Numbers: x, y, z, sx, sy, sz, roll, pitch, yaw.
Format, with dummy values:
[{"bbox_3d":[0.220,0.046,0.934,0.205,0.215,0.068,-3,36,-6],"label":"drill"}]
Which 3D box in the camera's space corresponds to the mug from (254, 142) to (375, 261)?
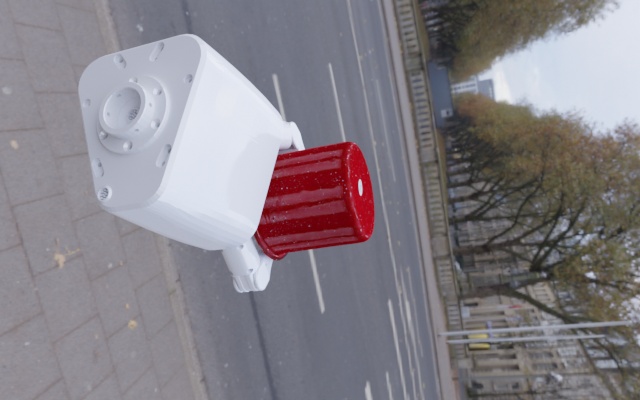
[{"bbox_3d":[0.001,0.002,0.403,0.081,0.093,0.117,-9,-18,18],"label":"mug"}]
